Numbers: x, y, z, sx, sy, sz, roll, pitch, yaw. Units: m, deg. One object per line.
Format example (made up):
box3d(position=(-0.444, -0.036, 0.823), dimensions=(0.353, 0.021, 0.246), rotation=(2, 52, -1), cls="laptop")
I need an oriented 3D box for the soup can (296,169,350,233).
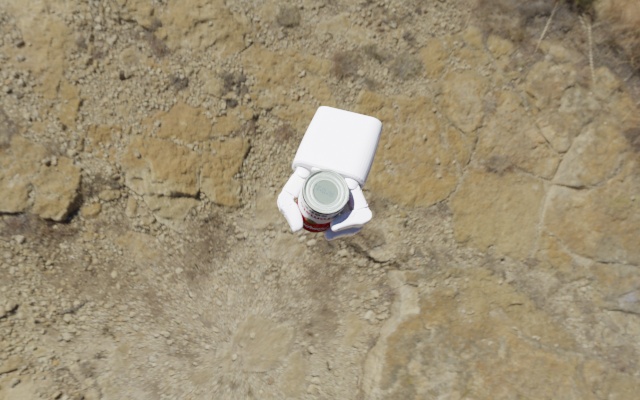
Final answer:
box3d(position=(0.000, 0.003, 0.698), dimensions=(0.068, 0.068, 0.102), rotation=(0, -18, -9), cls="soup can")
